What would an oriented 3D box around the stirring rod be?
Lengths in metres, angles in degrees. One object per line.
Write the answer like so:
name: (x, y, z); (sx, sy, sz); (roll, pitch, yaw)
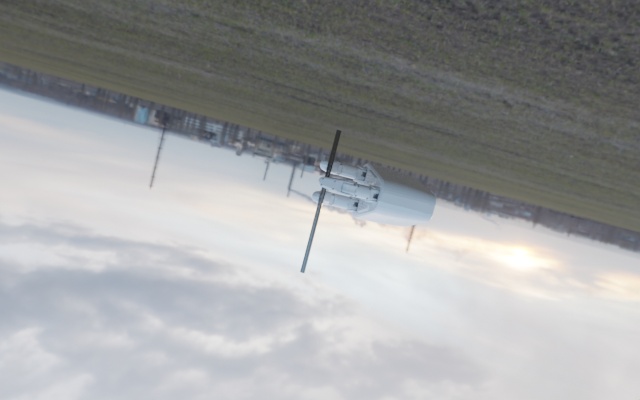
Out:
stirring rod: (0.000, 0.002, 0.780); (0.011, 0.239, 0.011); (14, 4, -1)
